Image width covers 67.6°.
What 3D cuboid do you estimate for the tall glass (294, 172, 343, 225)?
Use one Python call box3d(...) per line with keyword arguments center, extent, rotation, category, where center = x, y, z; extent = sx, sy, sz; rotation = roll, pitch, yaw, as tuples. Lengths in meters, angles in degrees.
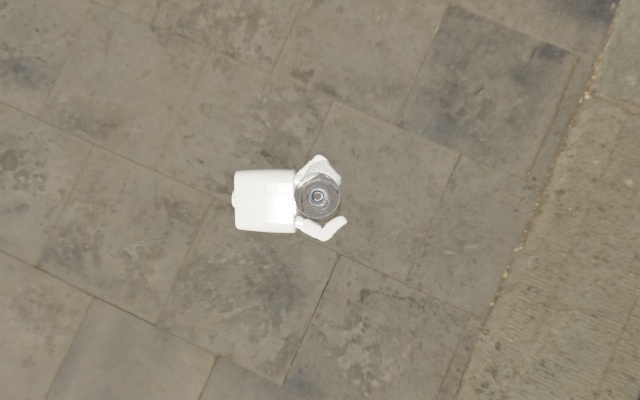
box3d(center=(0.000, 0.003, 0.862), extent=(0.079, 0.079, 0.201), rotation=(0, -7, 4), category="tall glass")
